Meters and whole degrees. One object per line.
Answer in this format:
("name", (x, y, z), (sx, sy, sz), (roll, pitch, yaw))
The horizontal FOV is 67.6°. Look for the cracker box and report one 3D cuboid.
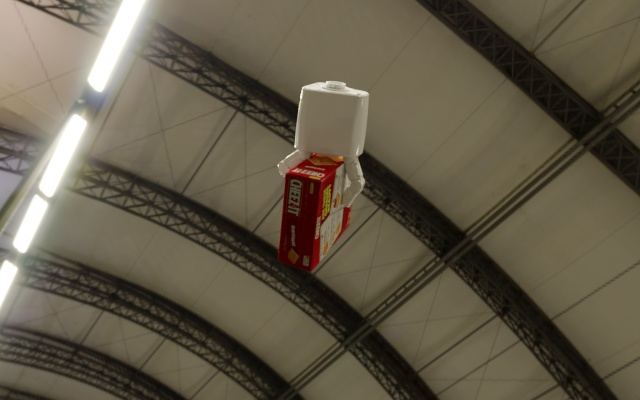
("cracker box", (0.000, 0.003, 0.856), (0.072, 0.164, 0.213), (13, 23, 17))
